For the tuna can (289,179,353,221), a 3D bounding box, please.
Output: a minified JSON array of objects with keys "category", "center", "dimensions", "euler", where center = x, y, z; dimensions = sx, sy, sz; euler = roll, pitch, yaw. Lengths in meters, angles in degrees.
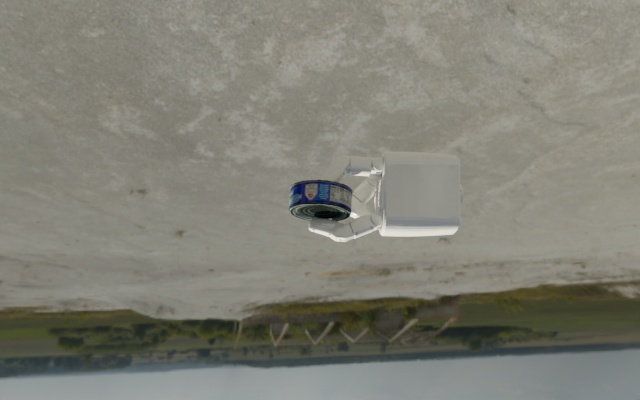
[{"category":"tuna can","center":[0.000,0.003,0.646],"dimensions":[0.086,0.033,0.086],"euler":[3,-18,1]}]
